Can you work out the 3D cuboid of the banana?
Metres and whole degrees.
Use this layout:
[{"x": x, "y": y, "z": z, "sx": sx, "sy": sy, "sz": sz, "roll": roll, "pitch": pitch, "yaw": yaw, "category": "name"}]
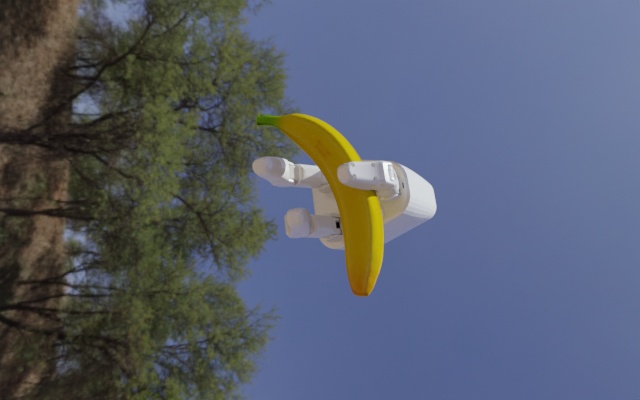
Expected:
[{"x": 0.015, "y": -0.011, "z": 0.443, "sx": 0.069, "sy": 0.197, "sz": 0.037, "roll": -30, "pitch": -17, "yaw": -3, "category": "banana"}]
